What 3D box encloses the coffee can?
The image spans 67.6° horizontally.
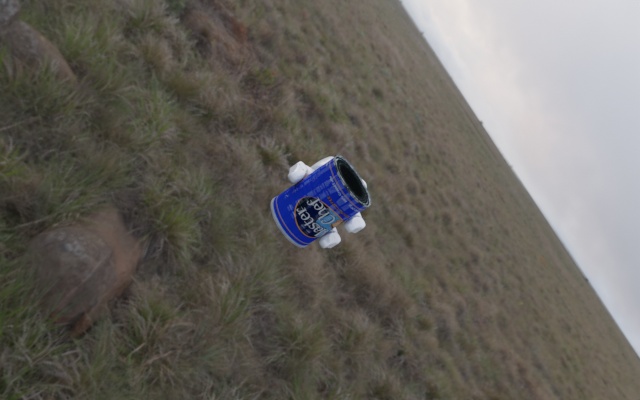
[{"bbox_3d":[0.000,0.003,0.817,0.140,0.103,0.103,-33,-13,20],"label":"coffee can"}]
